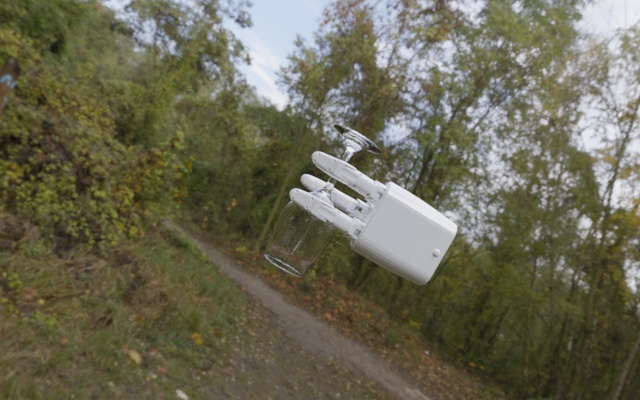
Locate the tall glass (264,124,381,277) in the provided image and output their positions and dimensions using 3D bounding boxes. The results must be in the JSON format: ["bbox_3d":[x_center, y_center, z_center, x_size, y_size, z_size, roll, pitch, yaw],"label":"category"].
[{"bbox_3d":[0.000,0.001,0.644,0.079,0.201,0.079,31,-1,1],"label":"tall glass"}]
